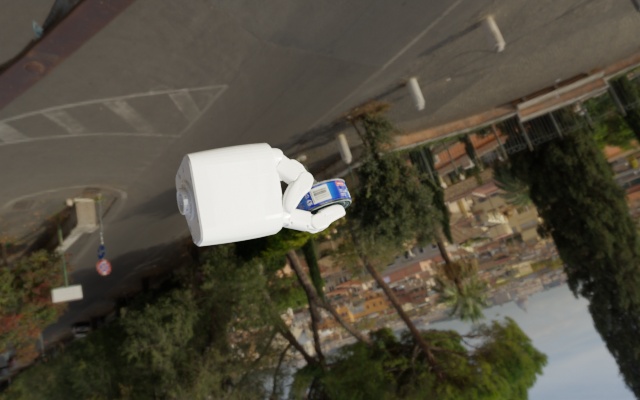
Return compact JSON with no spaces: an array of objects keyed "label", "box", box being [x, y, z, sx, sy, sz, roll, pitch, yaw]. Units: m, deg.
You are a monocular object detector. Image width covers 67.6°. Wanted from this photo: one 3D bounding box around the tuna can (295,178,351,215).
[{"label":"tuna can","box":[0.000,0.003,0.683,0.086,0.033,0.086,-20,-14,-5]}]
